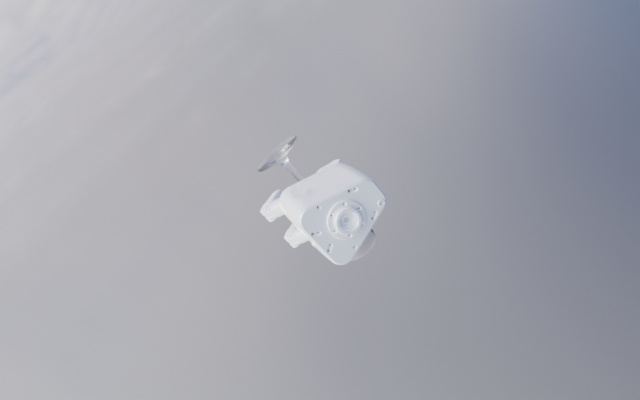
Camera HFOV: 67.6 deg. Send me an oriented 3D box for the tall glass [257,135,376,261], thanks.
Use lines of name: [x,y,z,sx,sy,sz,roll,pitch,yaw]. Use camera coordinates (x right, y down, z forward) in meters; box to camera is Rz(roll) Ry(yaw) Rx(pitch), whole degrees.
tall glass: [0.000,0.002,0.713,0.201,0.079,0.079,48,-21,-20]
